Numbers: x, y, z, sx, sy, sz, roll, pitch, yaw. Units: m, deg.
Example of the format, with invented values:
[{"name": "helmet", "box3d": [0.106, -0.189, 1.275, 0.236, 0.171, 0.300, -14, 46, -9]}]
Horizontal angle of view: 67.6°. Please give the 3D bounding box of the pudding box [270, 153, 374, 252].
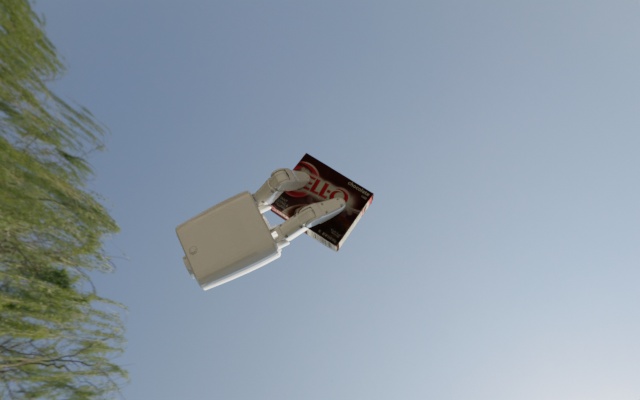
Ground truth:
[{"name": "pudding box", "box3d": [0.000, 0.002, 0.639, 0.113, 0.090, 0.039, 33, -18, 12]}]
